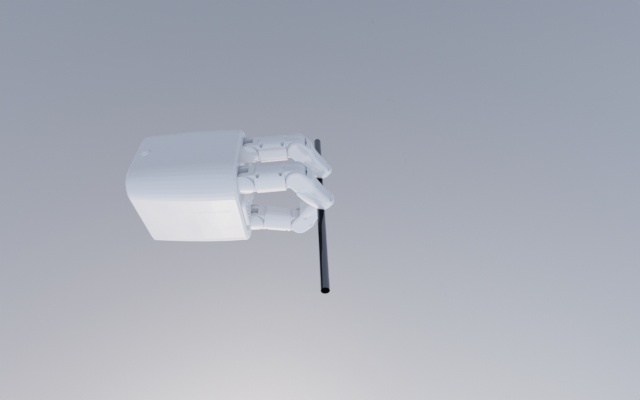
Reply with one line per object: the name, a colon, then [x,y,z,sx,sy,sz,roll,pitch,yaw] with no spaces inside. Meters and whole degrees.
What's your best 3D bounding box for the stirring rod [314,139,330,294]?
stirring rod: [0.000,0.002,0.496,0.011,0.011,0.239,0,38,-2]
